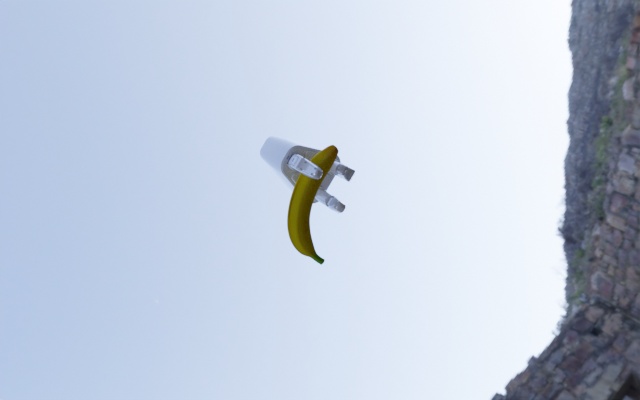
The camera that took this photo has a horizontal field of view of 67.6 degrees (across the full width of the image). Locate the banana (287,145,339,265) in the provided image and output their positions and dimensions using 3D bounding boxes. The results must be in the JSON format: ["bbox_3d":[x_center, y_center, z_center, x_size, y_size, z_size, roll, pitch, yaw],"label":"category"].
[{"bbox_3d":[-0.018,0.005,0.775,0.069,0.198,0.037,4,10,-23],"label":"banana"}]
